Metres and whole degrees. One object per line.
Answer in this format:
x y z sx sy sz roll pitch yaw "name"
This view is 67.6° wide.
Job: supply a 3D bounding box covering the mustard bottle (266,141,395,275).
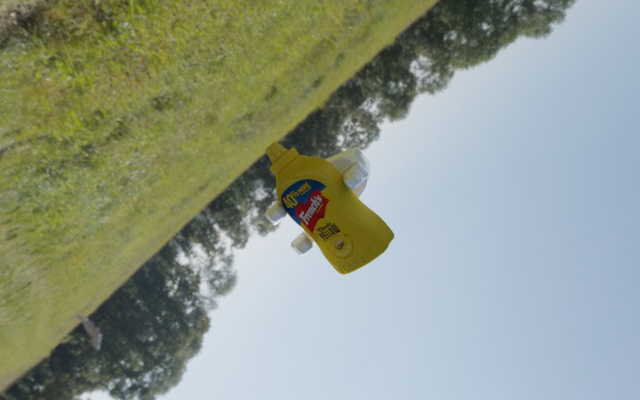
0.000 0.002 0.609 0.096 0.191 0.058 -37 6 43 "mustard bottle"
